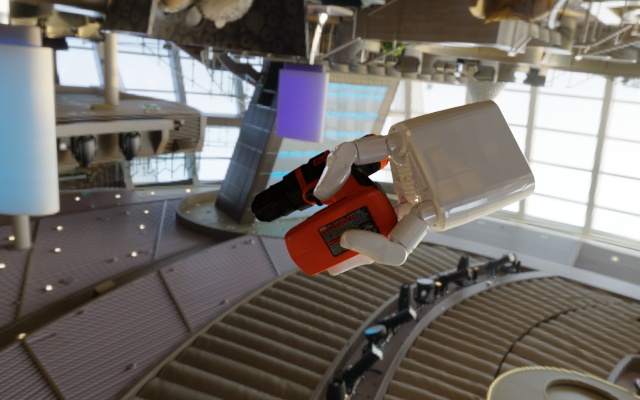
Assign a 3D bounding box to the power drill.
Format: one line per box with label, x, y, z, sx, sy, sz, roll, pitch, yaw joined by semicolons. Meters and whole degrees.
power drill;0.000;0.002;0.525;0.184;0.057;0.187;-29;24;9
